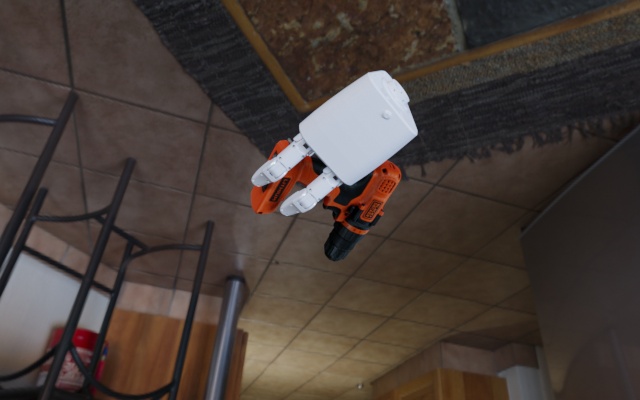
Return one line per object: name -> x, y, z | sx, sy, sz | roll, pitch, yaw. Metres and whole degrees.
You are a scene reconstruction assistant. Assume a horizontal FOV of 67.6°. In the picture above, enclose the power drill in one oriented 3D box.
power drill -> 0.000, 0.002, 0.685 | 0.188, 0.184, 0.057 | 16, 28, -28
